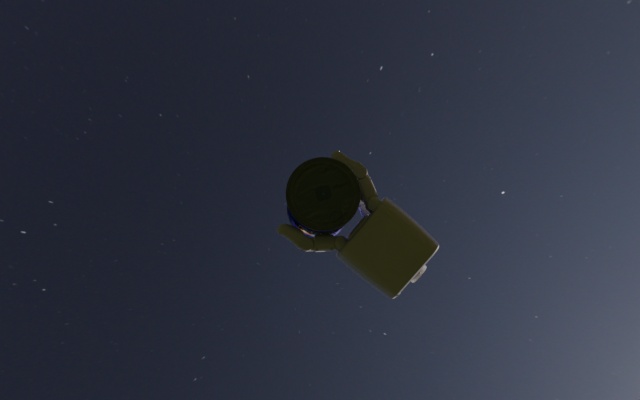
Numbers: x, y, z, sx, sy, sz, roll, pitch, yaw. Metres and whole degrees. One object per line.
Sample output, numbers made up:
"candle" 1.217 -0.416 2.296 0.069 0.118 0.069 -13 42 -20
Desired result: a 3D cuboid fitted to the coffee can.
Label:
"coffee can" 0.000 0.002 0.716 0.103 0.103 0.140 0 -10 -3
